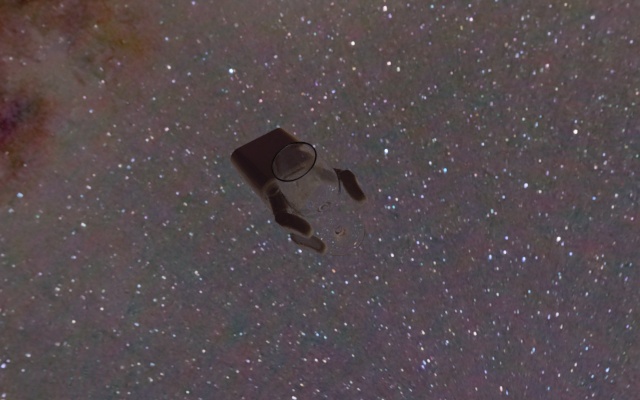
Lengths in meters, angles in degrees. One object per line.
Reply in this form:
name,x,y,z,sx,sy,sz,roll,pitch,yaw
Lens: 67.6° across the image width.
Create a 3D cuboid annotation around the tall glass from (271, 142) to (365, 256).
tall glass,0.000,0.003,0.673,0.079,0.079,0.201,0,-31,23
